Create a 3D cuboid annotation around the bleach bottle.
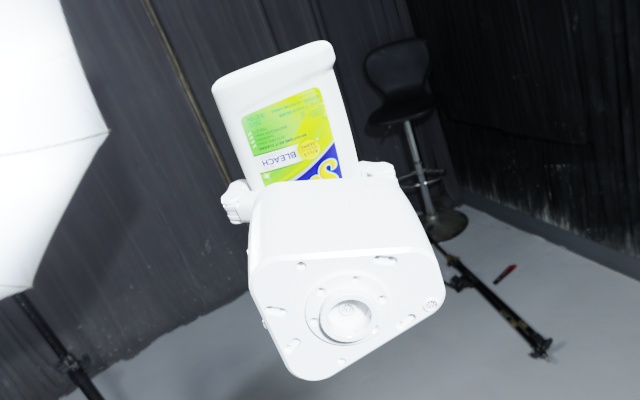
[{"bbox_3d":[0.000,0.001,0.418,0.102,0.251,0.068,-19,23,4],"label":"bleach bottle"}]
